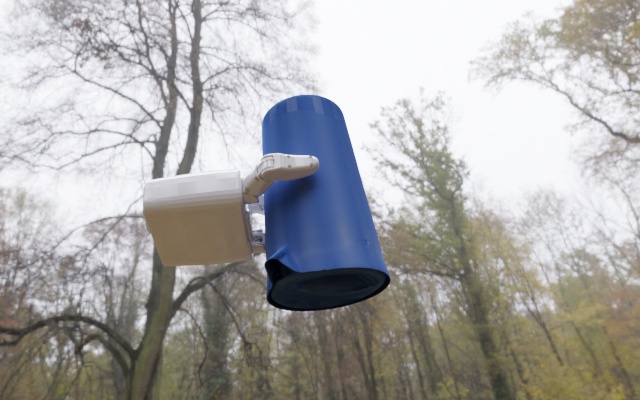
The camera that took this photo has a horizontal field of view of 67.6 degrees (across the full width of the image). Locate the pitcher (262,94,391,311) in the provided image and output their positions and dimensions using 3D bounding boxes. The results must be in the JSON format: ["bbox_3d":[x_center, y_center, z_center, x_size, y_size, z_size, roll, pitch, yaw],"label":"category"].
[{"bbox_3d":[0.000,0.002,0.569,0.145,0.242,0.149,-6,-29,-4],"label":"pitcher"}]
